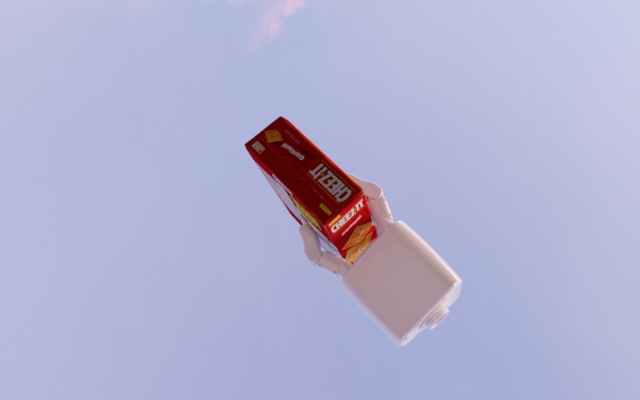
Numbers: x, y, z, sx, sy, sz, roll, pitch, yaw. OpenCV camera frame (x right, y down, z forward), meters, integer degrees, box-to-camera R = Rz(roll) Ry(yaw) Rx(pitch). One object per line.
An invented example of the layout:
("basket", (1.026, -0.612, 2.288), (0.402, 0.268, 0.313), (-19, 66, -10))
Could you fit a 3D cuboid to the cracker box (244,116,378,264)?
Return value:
("cracker box", (0.000, 0.002, 0.668), (0.164, 0.072, 0.214), (44, -9, 27))
